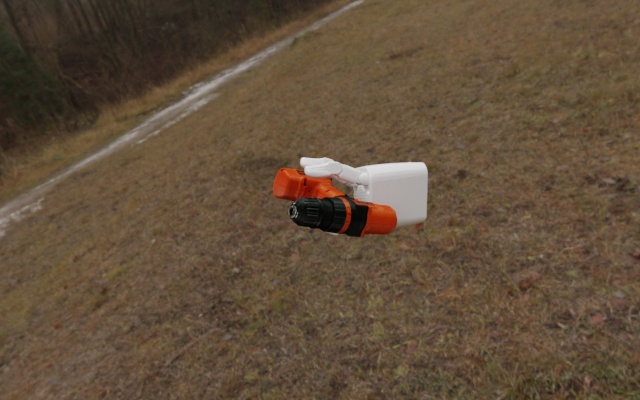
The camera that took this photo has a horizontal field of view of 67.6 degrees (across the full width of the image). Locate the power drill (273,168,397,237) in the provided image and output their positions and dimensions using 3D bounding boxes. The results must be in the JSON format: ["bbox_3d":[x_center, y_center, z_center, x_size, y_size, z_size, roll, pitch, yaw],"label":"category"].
[{"bbox_3d":[0.000,0.002,0.744,0.184,0.057,0.187,9,15,-36],"label":"power drill"}]
